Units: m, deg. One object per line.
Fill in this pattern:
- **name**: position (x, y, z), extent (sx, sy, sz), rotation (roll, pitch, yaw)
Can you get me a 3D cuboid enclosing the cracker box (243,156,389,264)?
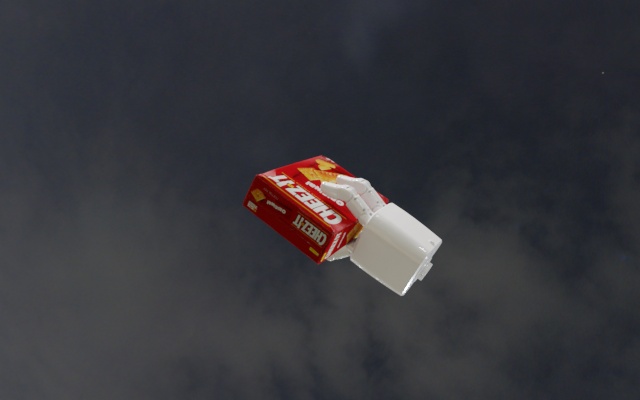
- **cracker box**: position (0.000, 0.003, 0.823), extent (0.164, 0.072, 0.213), rotation (36, 28, 18)
